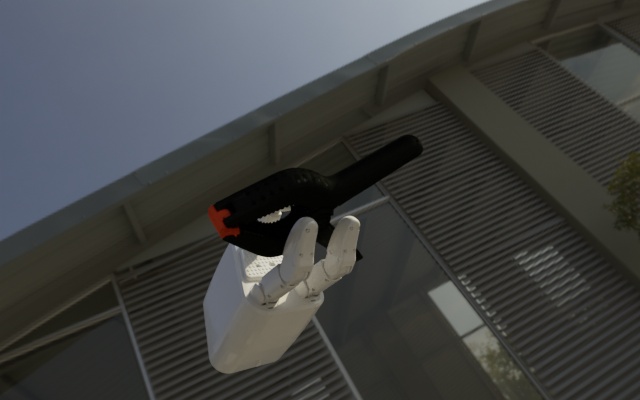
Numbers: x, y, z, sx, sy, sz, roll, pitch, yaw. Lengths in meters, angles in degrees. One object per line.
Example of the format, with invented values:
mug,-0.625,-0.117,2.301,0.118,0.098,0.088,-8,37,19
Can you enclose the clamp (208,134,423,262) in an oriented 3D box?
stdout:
clamp,-0.001,0.001,0.447,0.210,0.165,0.036,1,38,-43
